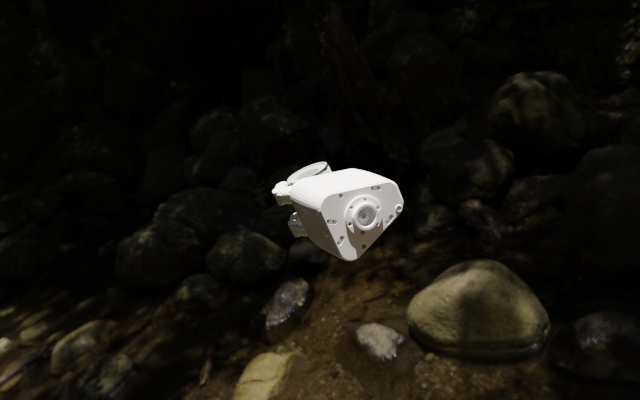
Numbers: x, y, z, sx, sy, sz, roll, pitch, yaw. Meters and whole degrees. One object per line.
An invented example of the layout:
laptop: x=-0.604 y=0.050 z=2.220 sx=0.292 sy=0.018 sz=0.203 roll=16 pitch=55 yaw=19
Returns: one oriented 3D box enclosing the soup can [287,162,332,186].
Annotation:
soup can: x=0.000 y=0.002 z=0.715 sx=0.068 sy=0.102 sz=0.068 roll=-23 pitch=18 yaw=8
